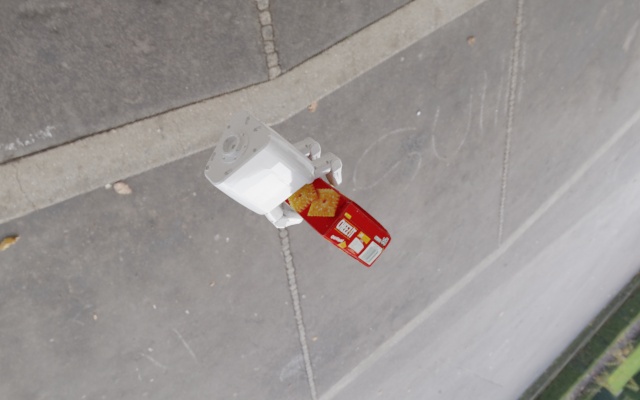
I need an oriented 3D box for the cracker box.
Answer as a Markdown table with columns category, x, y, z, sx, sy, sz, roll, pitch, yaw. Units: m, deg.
| category | x | y | z | sx | sy | sz | roll | pitch | yaw |
| --- | --- | --- | --- | --- | --- | --- | --- | --- | --- |
| cracker box | 0.000 | 0.003 | 0.788 | 0.213 | 0.072 | 0.164 | 41 | 2 | 39 |
